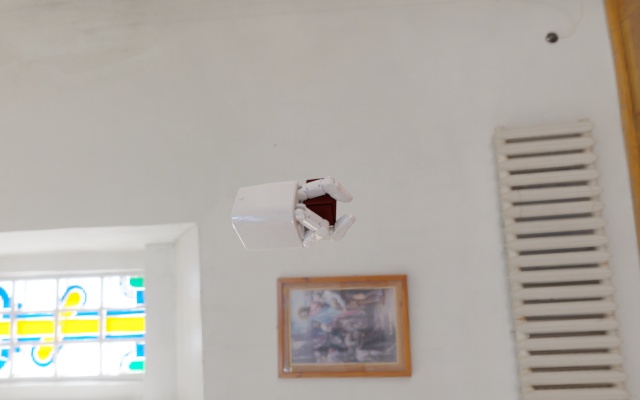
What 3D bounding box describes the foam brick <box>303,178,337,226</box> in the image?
[{"bbox_3d":[0.000,0.003,0.848,0.051,0.053,0.078,-5,37,8],"label":"foam brick"}]
